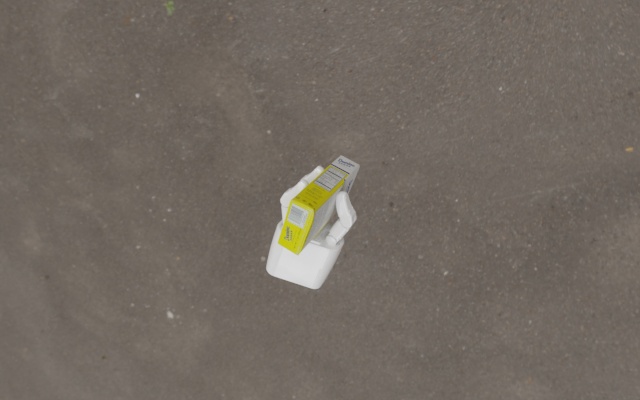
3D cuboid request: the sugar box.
[{"bbox_3d":[0.000,0.002,0.775,0.048,0.093,0.176,28,36,10],"label":"sugar box"}]
